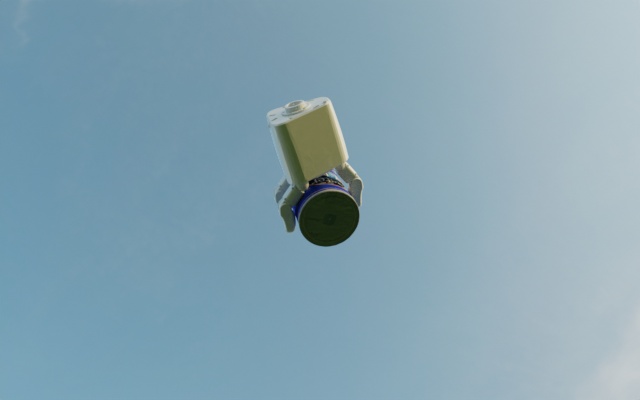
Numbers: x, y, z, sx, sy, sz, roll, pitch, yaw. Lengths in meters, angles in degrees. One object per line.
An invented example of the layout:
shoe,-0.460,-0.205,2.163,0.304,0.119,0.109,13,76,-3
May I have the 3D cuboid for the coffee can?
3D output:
coffee can,0.000,0.003,0.838,0.103,0.103,0.140,0,24,-14
